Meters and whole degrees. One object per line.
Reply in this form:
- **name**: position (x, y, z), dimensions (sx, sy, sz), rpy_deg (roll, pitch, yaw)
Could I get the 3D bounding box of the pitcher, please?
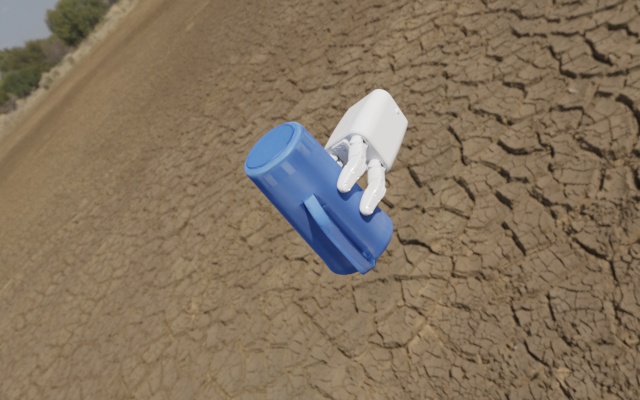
- **pitcher**: position (0.000, 0.002, 0.737), dimensions (0.149, 0.145, 0.243), rpy_deg (-5, -43, 47)
